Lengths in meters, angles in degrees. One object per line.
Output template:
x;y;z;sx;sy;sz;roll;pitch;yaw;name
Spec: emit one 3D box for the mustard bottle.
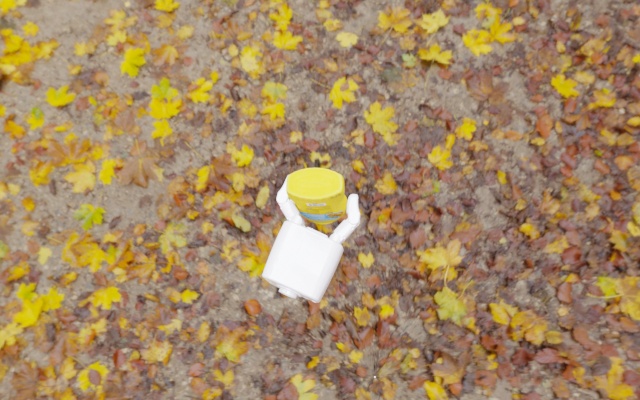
0.000;0.002;0.866;0.096;0.058;0.192;-2;-19;6;mustard bottle
